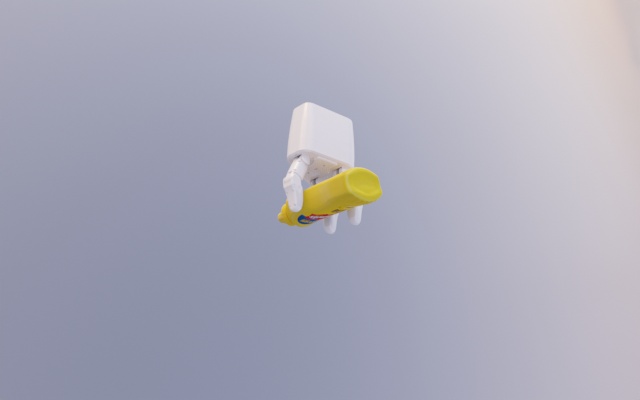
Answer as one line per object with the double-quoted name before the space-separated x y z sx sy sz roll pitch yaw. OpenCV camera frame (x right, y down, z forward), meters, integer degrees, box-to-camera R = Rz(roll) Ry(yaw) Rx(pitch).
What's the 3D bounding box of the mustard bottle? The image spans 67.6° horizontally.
"mustard bottle" 0.000 0.003 0.793 0.192 0.058 0.096 -22 -13 37
